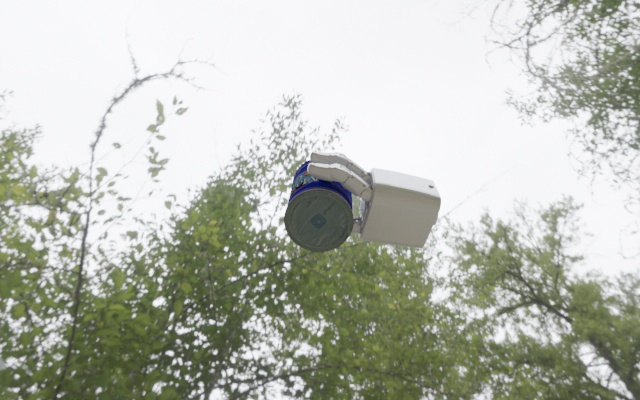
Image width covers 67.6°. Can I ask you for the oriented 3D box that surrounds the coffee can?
[{"bbox_3d":[0.000,0.003,0.761,0.103,0.103,0.140,0,25,2],"label":"coffee can"}]
